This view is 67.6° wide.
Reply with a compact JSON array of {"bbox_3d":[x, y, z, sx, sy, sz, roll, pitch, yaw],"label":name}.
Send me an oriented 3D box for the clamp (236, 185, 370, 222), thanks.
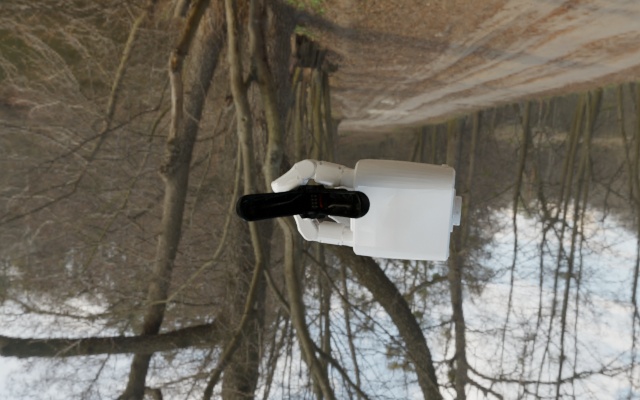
[{"bbox_3d":[0.000,0.002,0.492,0.120,0.039,0.171,5,7,15],"label":"clamp"}]
